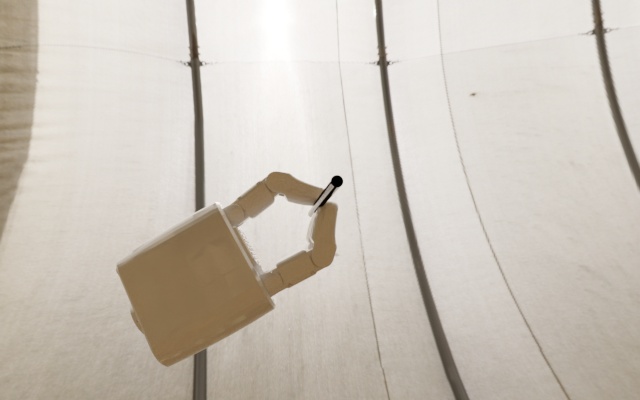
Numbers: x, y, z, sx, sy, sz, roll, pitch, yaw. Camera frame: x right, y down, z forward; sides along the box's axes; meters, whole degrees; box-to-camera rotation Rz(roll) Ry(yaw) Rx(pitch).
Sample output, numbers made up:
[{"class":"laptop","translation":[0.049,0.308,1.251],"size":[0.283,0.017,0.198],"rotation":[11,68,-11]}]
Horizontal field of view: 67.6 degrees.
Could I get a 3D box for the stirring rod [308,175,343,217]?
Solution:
[{"class":"stirring rod","translation":[0.000,0.001,0.420],"size":[0.011,0.011,0.239],"rotation":[0,-6,-5]}]
